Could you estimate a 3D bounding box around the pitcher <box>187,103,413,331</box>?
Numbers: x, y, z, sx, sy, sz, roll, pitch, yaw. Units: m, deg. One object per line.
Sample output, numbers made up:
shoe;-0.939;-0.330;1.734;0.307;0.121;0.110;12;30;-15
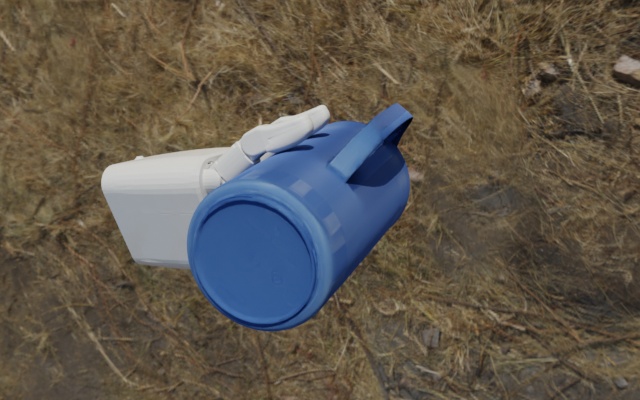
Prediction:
pitcher;0.000;0.001;0.414;0.145;0.149;0.242;-1;15;19
